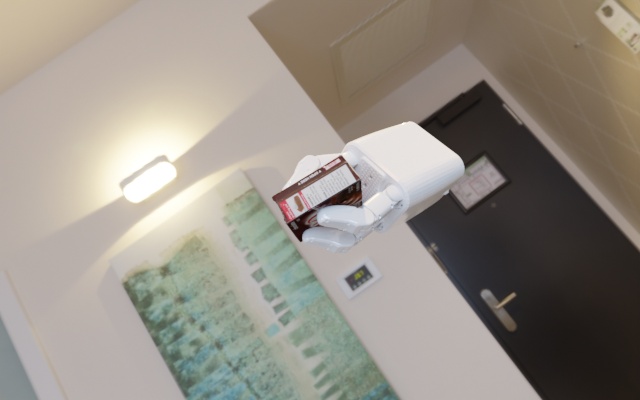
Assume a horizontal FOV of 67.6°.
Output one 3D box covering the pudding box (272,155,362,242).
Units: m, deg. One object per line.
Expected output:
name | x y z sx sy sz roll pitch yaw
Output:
pudding box | 0.000 0.002 0.535 0.090 0.039 0.113 -32 -17 -3
